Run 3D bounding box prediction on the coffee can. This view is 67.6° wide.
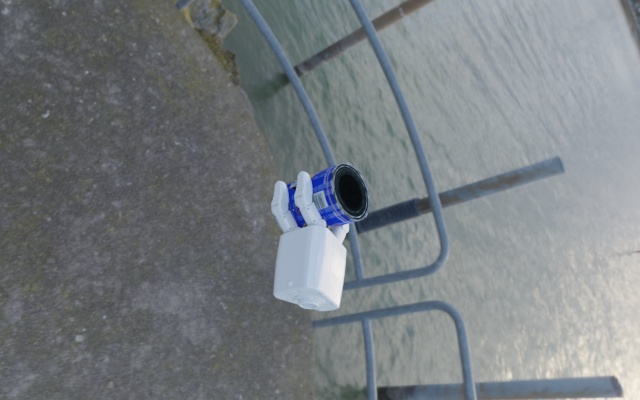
[{"bbox_3d":[0.000,0.003,0.834,0.140,0.103,0.103,-19,-12,37],"label":"coffee can"}]
